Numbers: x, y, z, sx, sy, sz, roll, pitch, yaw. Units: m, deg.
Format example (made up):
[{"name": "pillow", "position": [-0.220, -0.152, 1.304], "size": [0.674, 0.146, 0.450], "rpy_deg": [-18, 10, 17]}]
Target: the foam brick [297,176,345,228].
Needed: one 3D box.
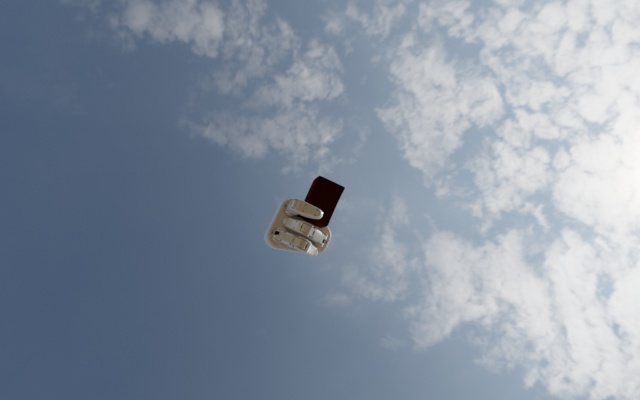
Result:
[{"name": "foam brick", "position": [0.000, 0.003, 0.857], "size": [0.053, 0.078, 0.051], "rpy_deg": [27, -11, -8]}]
